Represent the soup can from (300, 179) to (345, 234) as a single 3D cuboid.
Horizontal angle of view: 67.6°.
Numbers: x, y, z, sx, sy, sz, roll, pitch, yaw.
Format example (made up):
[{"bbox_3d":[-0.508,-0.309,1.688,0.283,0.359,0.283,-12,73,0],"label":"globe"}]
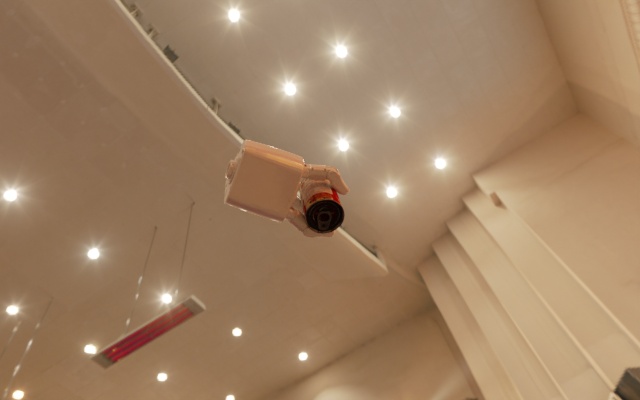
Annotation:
[{"bbox_3d":[0.001,0.003,0.846,0.068,0.068,0.102,0,30,-9],"label":"soup can"}]
